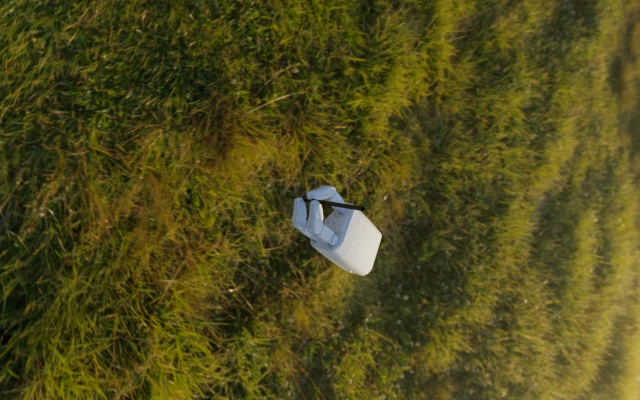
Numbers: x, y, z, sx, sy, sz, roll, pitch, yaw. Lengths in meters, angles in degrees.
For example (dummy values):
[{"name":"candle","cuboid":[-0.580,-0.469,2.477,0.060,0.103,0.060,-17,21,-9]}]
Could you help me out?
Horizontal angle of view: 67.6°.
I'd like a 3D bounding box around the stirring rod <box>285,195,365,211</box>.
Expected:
[{"name":"stirring rod","cuboid":[0.000,0.003,0.885,0.011,0.011,0.239,0,5,-36]}]
